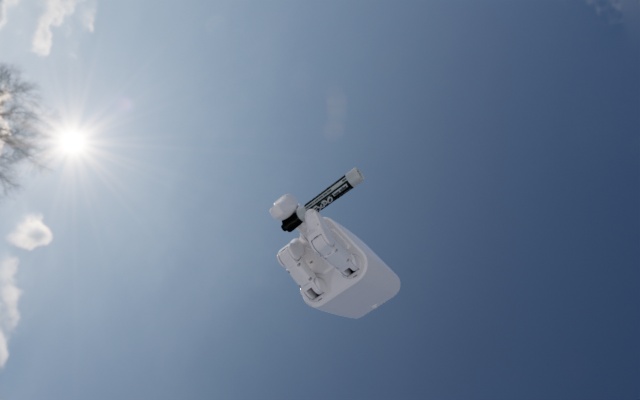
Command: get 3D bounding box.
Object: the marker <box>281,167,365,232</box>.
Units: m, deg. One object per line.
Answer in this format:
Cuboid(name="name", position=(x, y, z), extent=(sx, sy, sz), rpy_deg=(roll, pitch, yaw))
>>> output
Cuboid(name="marker", position=(0.000, 0.002, 0.581), extent=(0.121, 0.020, 0.020), rpy_deg=(-36, -12, 17))
